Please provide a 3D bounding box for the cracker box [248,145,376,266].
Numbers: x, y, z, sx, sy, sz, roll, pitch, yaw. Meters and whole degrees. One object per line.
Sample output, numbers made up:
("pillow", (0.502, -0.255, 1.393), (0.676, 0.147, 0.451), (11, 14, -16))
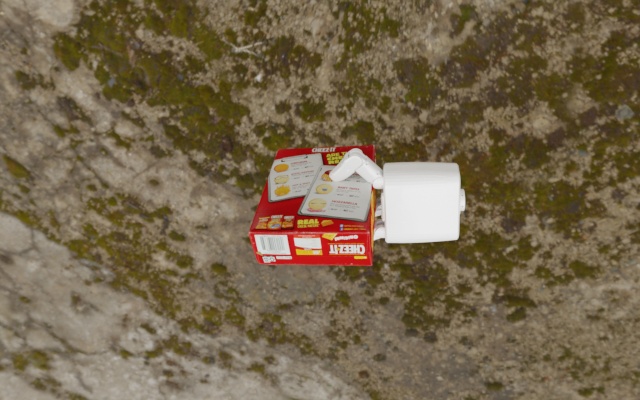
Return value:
("cracker box", (0.000, 0.002, 0.719), (0.164, 0.072, 0.213), (-1, 37, 9))
